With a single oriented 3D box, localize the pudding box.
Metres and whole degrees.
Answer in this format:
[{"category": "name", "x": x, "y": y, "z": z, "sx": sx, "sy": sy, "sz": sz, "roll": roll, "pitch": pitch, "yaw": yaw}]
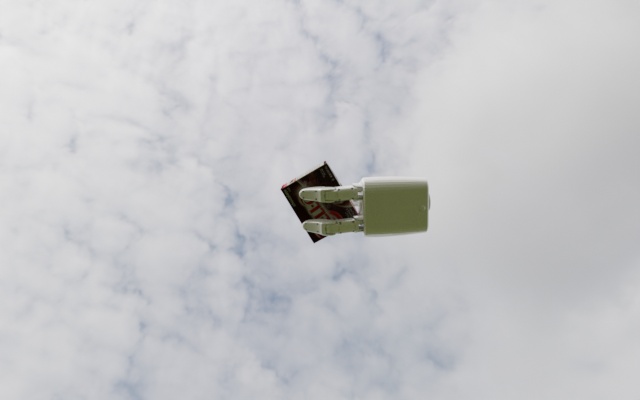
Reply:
[{"category": "pudding box", "x": 0.000, "y": 0.003, "z": 0.804, "sx": 0.090, "sy": 0.113, "sz": 0.039, "roll": -30, "pitch": 10, "yaw": 8}]
